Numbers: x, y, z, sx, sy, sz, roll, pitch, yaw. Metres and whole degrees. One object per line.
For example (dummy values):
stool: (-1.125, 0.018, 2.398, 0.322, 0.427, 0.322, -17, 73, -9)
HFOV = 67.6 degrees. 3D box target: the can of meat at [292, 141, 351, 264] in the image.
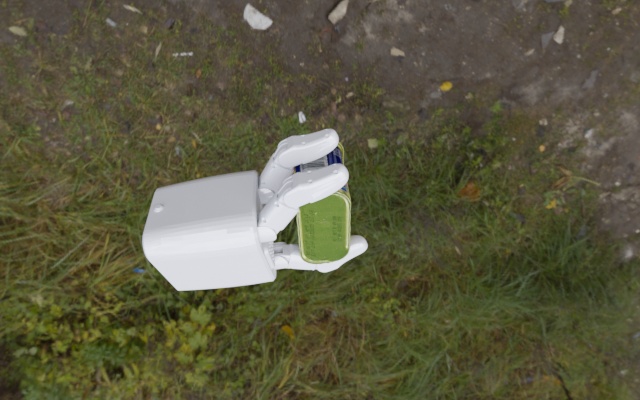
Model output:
can of meat: (0.000, 0.002, 0.484, 0.057, 0.102, 0.083, -4, 41, -2)
